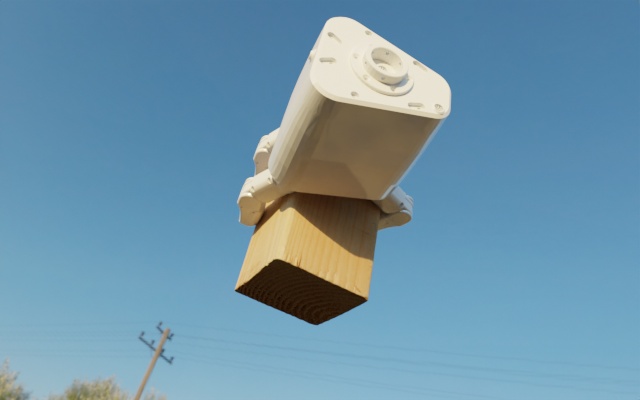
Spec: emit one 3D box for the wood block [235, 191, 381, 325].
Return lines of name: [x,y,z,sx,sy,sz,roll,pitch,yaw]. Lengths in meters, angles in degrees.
wood block: [0.001,0.001,0.468,0.091,0.206,0.090,28,-39,-18]
